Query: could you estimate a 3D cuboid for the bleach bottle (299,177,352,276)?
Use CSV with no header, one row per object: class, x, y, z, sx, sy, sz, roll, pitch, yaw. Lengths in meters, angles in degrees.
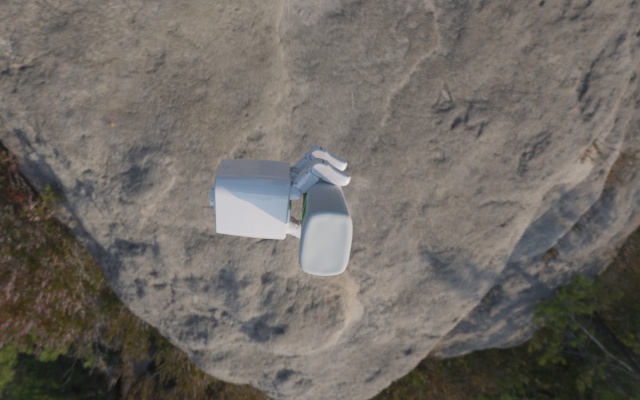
bleach bottle,0.000,0.002,0.732,0.068,0.103,0.250,5,26,-6
